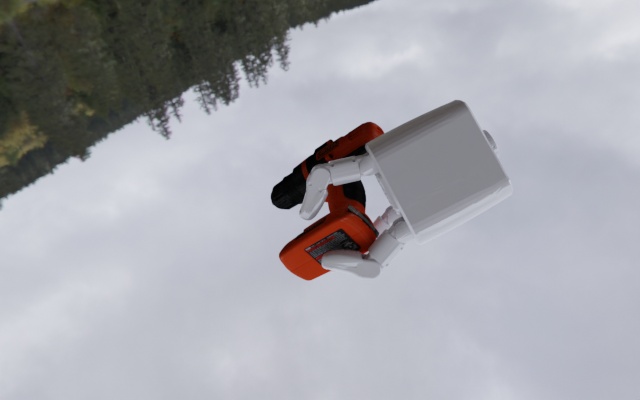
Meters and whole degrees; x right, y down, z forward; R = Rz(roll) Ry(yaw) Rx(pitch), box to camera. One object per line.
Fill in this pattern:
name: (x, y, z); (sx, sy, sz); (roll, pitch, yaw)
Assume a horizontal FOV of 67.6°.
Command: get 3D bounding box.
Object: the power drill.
power drill: (0.000, 0.002, 0.573); (0.184, 0.187, 0.057); (-33, -59, 28)
